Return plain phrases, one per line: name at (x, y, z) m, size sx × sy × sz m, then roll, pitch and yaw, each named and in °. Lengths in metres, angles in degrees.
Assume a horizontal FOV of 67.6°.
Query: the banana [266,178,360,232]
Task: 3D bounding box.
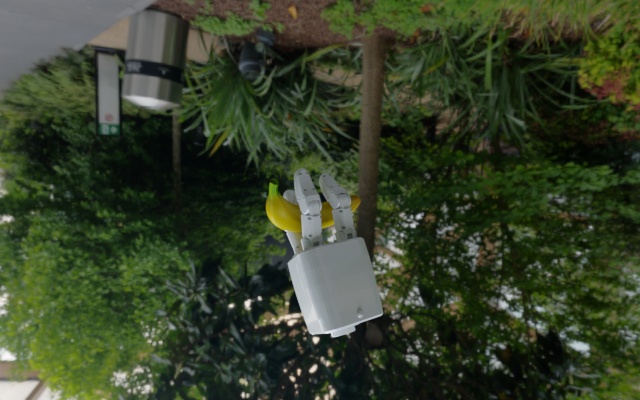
banana at (-0.013, 0.015, 0.673) m, size 0.070 × 0.037 × 0.198 m, roll -49°, pitch -30°, yaw 22°
